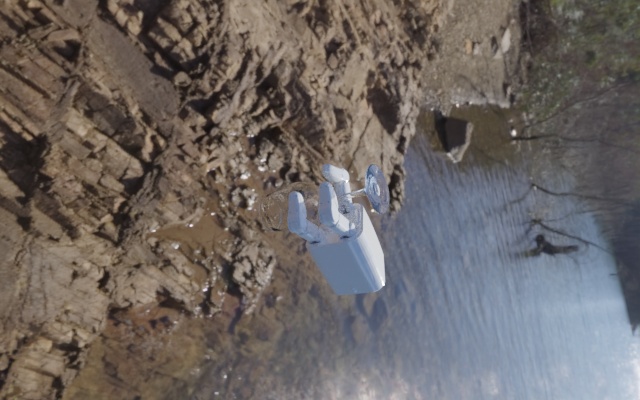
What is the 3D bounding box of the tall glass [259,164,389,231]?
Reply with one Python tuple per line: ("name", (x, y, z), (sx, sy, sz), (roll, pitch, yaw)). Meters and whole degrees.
("tall glass", (0.001, 0.002, 0.740), (0.201, 0.079, 0.079), (-12, -6, 31))
